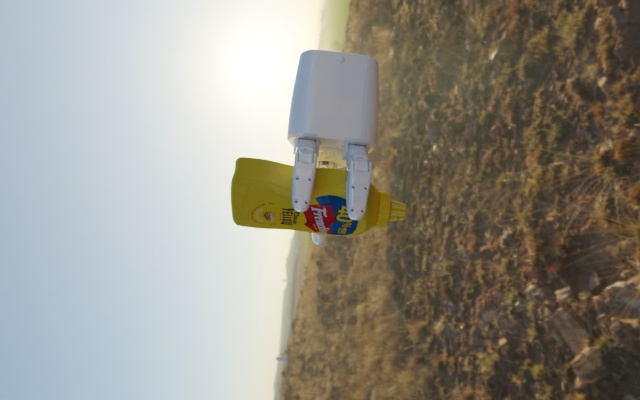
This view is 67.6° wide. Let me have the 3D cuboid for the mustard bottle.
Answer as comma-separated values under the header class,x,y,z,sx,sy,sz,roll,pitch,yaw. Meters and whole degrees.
class,x,y,z,sx,sy,sz,roll,pitch,yaw
mustard bottle,0.000,0.002,0.531,0.191,0.058,0.096,6,-36,-3
